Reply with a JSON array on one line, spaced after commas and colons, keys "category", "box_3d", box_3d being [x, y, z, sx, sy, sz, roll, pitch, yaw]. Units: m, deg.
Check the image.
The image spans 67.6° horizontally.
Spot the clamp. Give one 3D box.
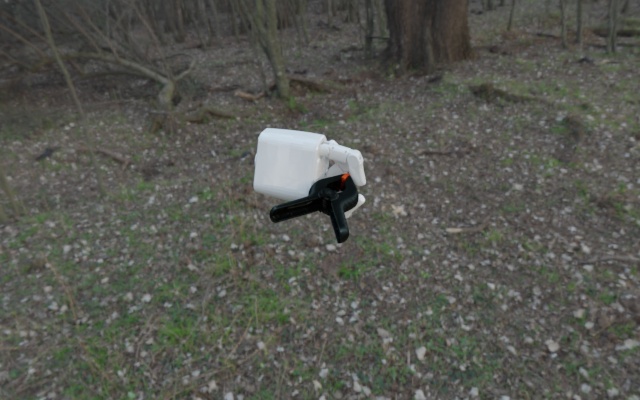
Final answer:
[{"category": "clamp", "box_3d": [0.000, 0.002, 0.730, 0.120, 0.039, 0.171, 17, 30, 8]}]
